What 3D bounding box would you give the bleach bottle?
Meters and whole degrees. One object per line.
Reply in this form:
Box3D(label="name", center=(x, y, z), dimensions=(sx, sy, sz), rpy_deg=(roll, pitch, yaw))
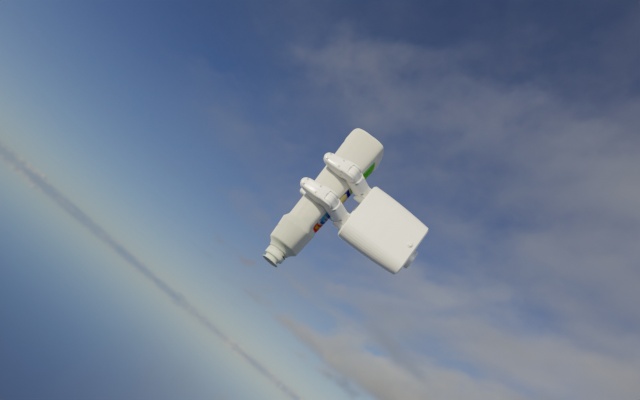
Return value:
Box3D(label="bleach bottle", center=(0.000, 0.002, 0.755), dimensions=(0.068, 0.250, 0.103), rpy_deg=(37, -19, 7))
